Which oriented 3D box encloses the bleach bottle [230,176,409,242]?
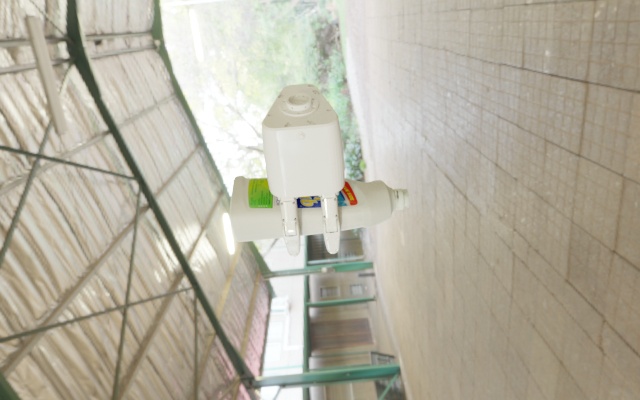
[{"bbox_3d":[0.000,0.002,0.695,0.251,0.068,0.102,-5,42,0],"label":"bleach bottle"}]
